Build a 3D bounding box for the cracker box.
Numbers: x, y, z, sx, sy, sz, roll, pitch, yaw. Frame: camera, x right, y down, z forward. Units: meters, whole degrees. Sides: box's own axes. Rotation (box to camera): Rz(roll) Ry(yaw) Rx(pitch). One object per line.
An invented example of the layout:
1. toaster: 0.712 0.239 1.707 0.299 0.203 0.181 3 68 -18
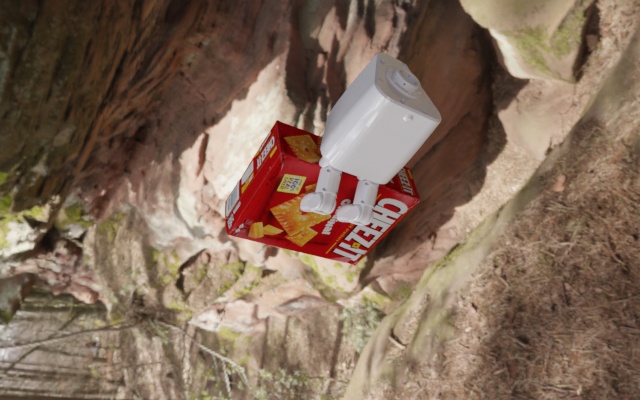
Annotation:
1. cracker box: 0.000 0.002 0.648 0.214 0.072 0.164 17 -48 -27
